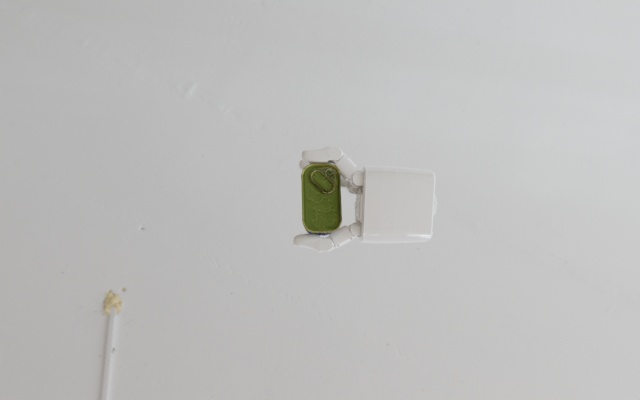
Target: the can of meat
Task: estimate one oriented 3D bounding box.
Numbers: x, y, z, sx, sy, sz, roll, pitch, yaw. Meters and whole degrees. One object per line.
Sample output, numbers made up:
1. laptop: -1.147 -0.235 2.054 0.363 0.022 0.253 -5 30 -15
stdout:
1. can of meat: 0.000 0.003 0.726 0.057 0.102 0.084 -2 -9 -2
